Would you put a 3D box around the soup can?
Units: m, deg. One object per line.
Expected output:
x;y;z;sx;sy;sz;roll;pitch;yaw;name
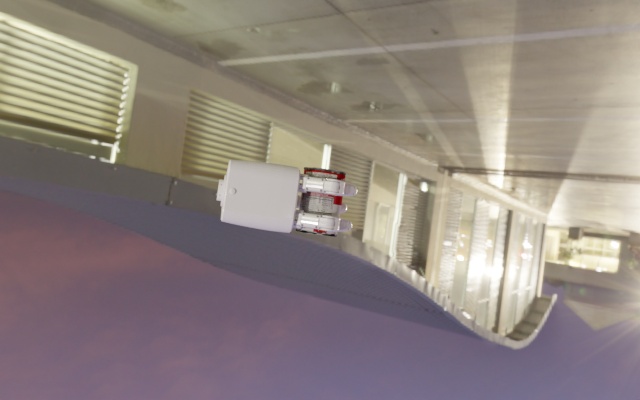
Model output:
0.001;0.003;0.755;0.068;0.102;0.068;8;-1;0;soup can
